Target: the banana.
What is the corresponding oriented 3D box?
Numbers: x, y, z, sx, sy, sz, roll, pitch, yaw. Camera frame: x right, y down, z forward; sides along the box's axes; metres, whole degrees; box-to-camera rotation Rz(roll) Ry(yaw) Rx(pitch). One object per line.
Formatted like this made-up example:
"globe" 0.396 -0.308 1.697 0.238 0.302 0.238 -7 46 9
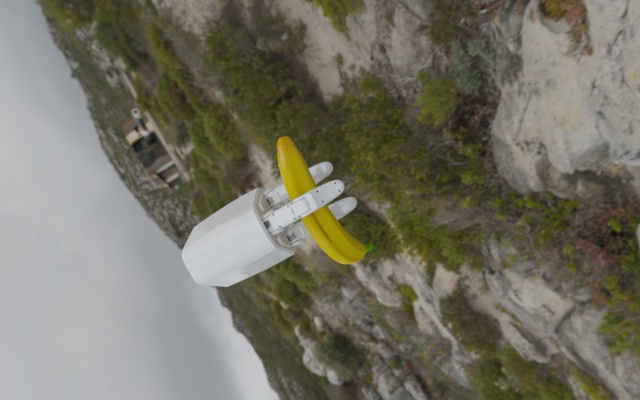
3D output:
"banana" 0.000 0.014 0.581 0.037 0.198 0.069 -27 25 21
